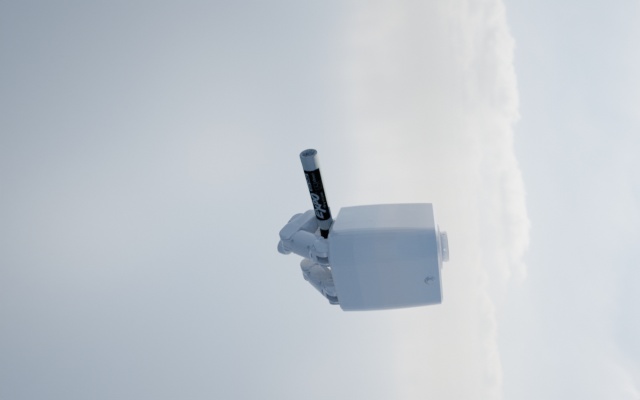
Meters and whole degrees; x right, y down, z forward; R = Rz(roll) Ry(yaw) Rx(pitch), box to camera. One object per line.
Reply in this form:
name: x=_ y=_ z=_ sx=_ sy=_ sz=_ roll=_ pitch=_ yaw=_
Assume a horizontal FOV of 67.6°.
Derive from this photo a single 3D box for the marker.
marker: x=0.000 y=0.002 z=0.505 sx=0.020 sy=0.121 sz=0.020 roll=-9 pitch=34 yaw=7
